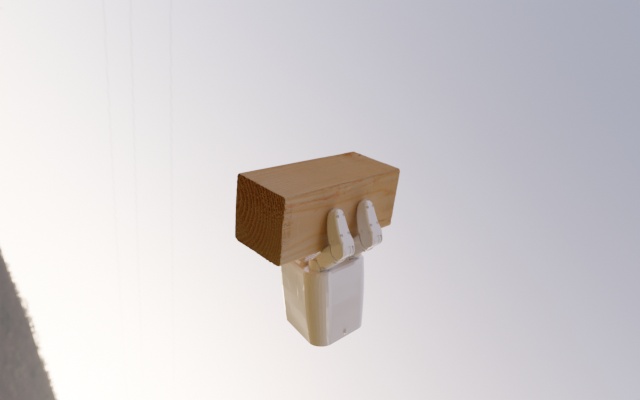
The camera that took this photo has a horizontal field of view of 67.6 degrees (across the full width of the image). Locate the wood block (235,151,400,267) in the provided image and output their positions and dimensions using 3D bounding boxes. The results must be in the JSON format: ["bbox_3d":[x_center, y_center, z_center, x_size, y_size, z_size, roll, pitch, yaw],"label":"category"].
[{"bbox_3d":[0.000,0.002,0.622,0.206,0.090,0.090,-15,30,-43],"label":"wood block"}]
